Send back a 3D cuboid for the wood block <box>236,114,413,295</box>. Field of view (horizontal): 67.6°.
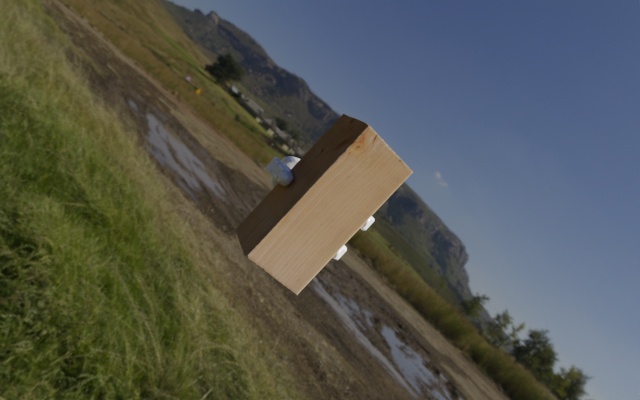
[{"bbox_3d":[0.000,0.002,0.599,0.091,0.206,0.090,42,2,-25],"label":"wood block"}]
